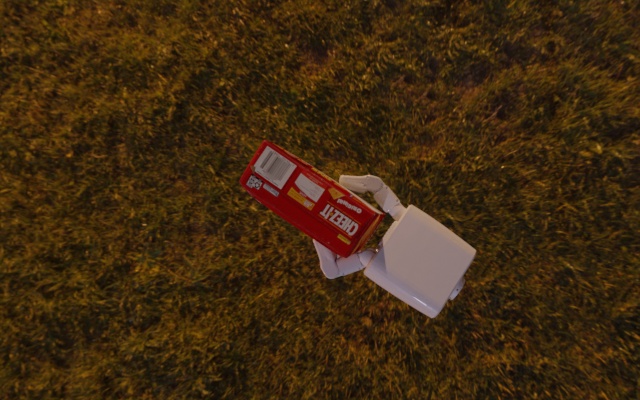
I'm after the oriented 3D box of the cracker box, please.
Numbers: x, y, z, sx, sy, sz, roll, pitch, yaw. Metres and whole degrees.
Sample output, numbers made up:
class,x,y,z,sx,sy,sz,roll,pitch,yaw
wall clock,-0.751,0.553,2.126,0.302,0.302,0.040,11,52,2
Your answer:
class,x,y,z,sx,sy,sz,roll,pitch,yaw
cracker box,0.000,0.002,0.661,0.164,0.072,0.214,34,4,10
